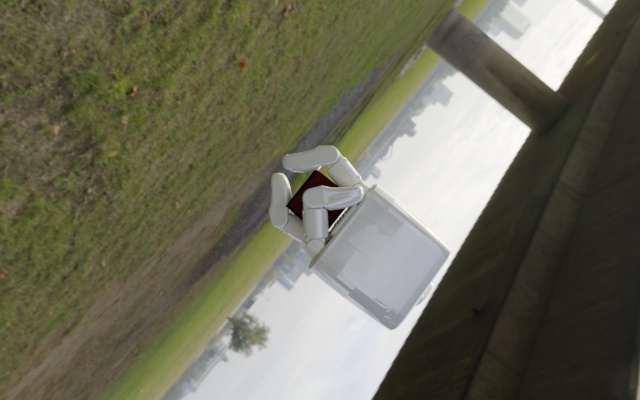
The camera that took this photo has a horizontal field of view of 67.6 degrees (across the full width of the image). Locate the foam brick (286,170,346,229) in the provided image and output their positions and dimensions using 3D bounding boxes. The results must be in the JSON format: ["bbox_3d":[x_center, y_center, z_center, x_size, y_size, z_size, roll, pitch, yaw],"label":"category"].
[{"bbox_3d":[0.000,0.002,0.534,0.051,0.053,0.078,39,3,1],"label":"foam brick"}]
